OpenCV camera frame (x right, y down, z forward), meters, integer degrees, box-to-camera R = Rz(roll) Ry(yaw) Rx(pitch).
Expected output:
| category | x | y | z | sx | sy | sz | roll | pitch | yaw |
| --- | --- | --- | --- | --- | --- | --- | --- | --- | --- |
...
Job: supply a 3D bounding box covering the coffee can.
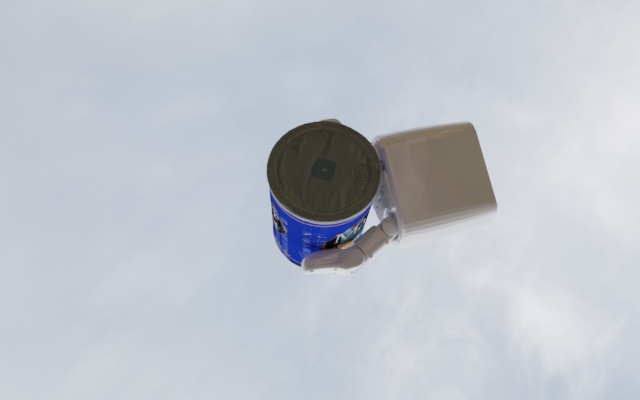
| category | x | y | z | sx | sy | sz | roll | pitch | yaw |
| --- | --- | --- | --- | --- | --- | --- | --- | --- | --- |
| coffee can | 0.000 | 0.002 | 0.485 | 0.103 | 0.102 | 0.140 | 0 | -25 | -3 |
